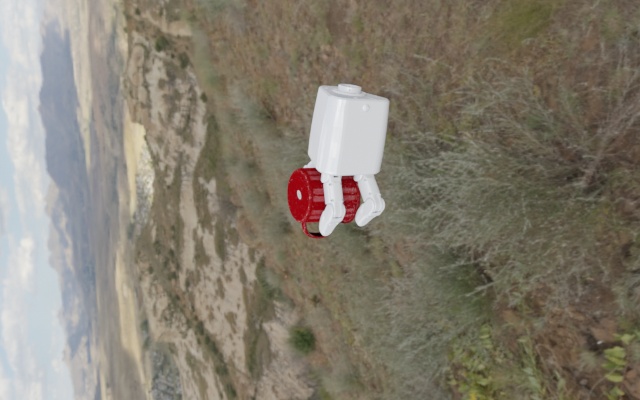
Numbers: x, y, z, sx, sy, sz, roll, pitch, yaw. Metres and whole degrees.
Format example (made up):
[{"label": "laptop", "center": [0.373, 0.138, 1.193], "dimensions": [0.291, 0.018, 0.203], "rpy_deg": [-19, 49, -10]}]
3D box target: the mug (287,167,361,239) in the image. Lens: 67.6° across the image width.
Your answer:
[{"label": "mug", "center": [0.000, 0.004, 0.722], "dimensions": [0.081, 0.117, 0.093], "rpy_deg": [-3, 23, -28]}]
